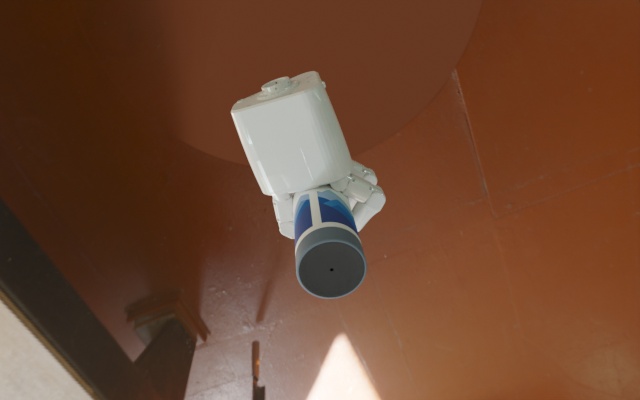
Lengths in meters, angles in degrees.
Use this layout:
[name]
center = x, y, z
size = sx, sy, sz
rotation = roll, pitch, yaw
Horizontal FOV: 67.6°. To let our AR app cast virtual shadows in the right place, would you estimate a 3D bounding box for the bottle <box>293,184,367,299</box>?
[bottle]
center = 0.000, 0.002, 0.576
size = 0.069, 0.069, 0.295
rotation = 0, 25, -5
